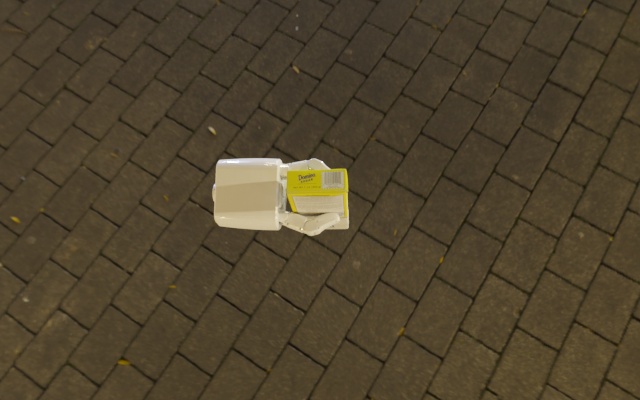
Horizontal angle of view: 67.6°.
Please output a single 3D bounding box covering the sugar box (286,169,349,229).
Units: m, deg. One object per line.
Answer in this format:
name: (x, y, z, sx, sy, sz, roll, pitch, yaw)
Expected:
sugar box: (0.000, 0.002, 0.795, 0.093, 0.048, 0.176, -1, -19, 3)
